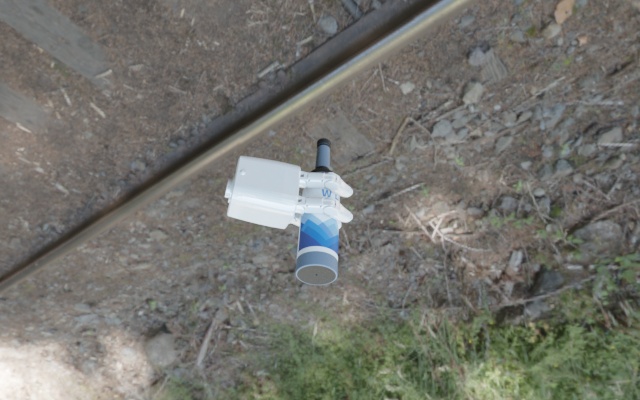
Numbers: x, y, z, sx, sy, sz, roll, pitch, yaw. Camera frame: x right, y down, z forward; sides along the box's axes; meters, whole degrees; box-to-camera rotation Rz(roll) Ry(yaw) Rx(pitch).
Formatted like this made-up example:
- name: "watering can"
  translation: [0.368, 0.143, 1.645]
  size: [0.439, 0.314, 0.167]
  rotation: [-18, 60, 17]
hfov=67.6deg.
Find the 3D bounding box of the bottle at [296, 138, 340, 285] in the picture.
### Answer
- name: "bottle"
  translation: [0.000, 0.003, 0.845]
  size: [0.069, 0.295, 0.069]
  rotation: [2, -38, 2]
